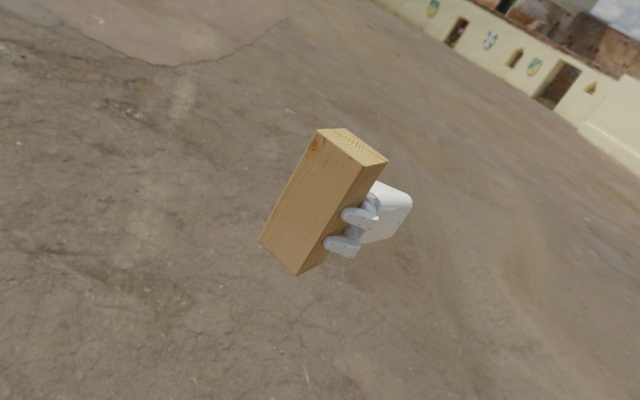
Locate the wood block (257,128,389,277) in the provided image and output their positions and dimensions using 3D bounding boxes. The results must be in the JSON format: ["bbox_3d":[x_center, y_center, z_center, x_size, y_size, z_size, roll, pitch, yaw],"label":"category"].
[{"bbox_3d":[0.000,0.002,0.725,0.091,0.206,0.090,40,26,19],"label":"wood block"}]
